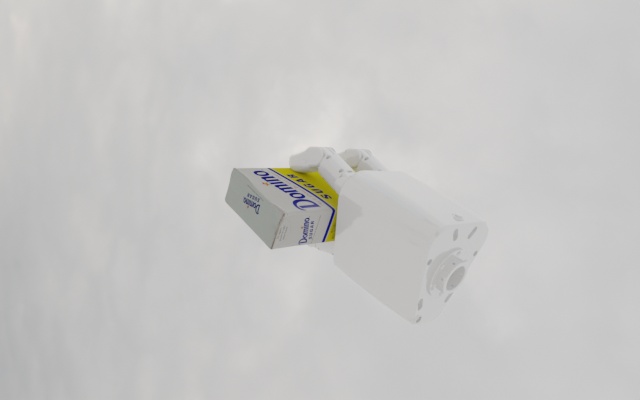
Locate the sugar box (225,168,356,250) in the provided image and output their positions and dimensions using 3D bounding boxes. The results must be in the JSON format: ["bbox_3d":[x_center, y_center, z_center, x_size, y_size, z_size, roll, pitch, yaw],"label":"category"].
[{"bbox_3d":[0.000,0.001,0.504,0.176,0.048,0.093,-1,30,-43],"label":"sugar box"}]
